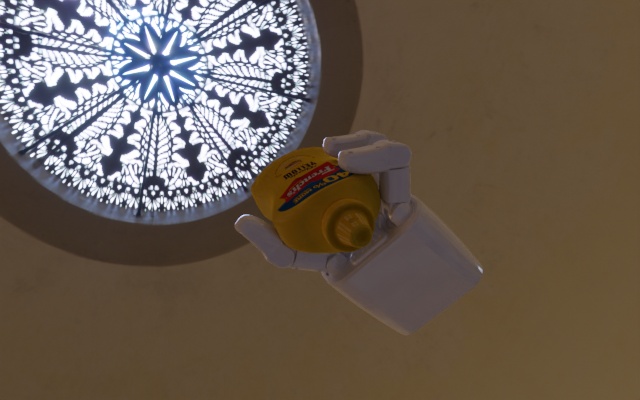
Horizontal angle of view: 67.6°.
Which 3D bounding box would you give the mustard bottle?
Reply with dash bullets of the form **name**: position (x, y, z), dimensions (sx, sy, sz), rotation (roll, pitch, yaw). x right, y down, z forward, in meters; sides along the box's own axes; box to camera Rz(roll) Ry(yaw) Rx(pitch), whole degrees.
- **mustard bottle**: position (0.000, 0.001, 0.430), dimensions (0.096, 0.058, 0.191), rotation (-27, 23, -10)
